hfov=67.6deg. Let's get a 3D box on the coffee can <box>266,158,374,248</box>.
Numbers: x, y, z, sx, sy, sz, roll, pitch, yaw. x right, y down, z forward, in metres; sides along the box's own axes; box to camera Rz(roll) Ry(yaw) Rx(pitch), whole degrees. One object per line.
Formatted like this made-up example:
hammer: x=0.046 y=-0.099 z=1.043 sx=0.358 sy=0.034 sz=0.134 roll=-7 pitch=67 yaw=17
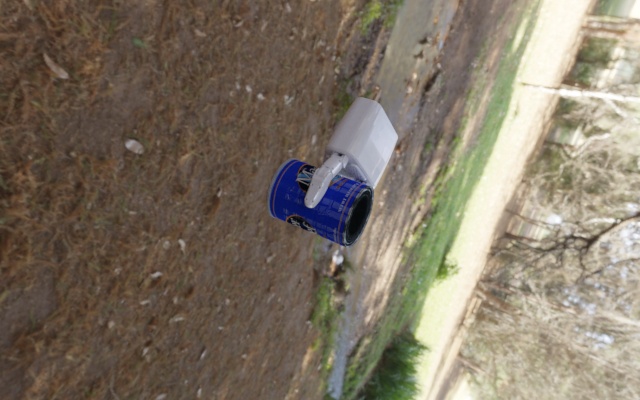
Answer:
coffee can: x=0.000 y=0.003 z=0.757 sx=0.140 sy=0.103 sz=0.103 roll=21 pitch=8 yaw=22
